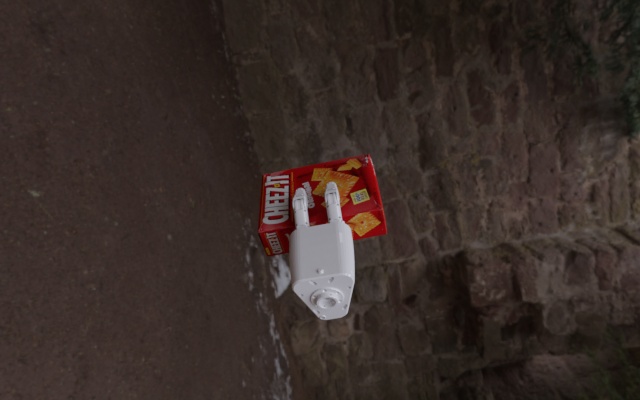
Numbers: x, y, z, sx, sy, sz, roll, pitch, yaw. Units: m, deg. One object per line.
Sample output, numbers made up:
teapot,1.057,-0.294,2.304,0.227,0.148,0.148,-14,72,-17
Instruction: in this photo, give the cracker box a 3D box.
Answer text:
cracker box,0.000,0.003,0.861,0.214,0.072,0.164,-10,40,6
